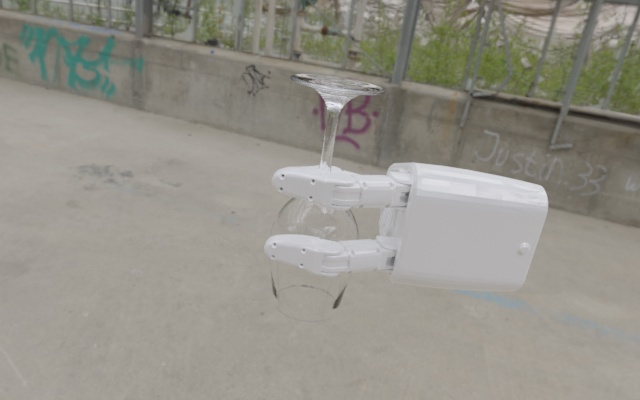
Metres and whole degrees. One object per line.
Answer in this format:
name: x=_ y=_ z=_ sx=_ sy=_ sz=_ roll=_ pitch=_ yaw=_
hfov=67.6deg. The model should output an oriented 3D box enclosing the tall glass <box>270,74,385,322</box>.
tall glass: x=0.000 y=0.001 z=0.403 sx=0.079 sy=0.201 sz=0.079 roll=8 pitch=21 yaw=-3
